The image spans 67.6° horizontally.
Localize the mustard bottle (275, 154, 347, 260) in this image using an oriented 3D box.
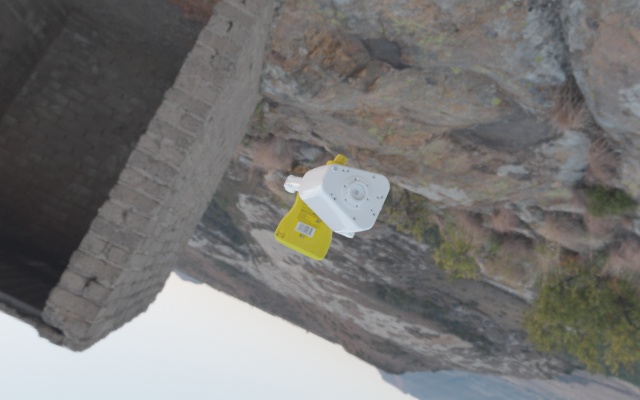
[{"bbox_3d":[0.000,0.003,0.857,0.096,0.191,0.058,24,-12,8],"label":"mustard bottle"}]
